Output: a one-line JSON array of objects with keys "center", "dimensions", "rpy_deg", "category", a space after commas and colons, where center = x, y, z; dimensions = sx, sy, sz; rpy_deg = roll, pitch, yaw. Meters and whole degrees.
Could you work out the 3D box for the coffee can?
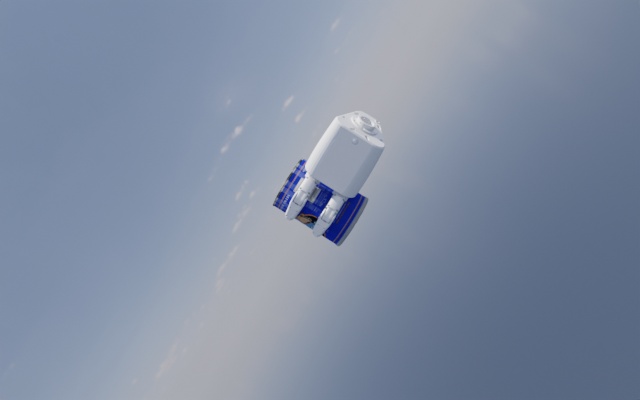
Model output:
[{"center": [0.000, 0.003, 0.858], "dimensions": [0.140, 0.103, 0.103], "rpy_deg": [32, 0, -1], "category": "coffee can"}]
